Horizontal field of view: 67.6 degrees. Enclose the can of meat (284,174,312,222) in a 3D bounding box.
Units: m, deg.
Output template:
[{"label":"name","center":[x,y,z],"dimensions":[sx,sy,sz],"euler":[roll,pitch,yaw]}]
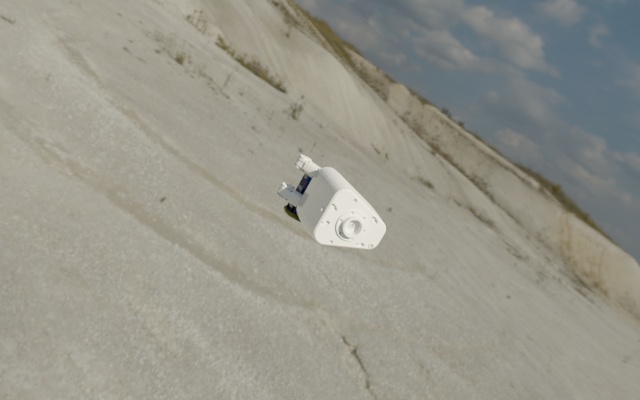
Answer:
[{"label":"can of meat","center":[0.000,0.002,0.837],"dimensions":[0.102,0.084,0.057],"euler":[26,11,-17]}]
